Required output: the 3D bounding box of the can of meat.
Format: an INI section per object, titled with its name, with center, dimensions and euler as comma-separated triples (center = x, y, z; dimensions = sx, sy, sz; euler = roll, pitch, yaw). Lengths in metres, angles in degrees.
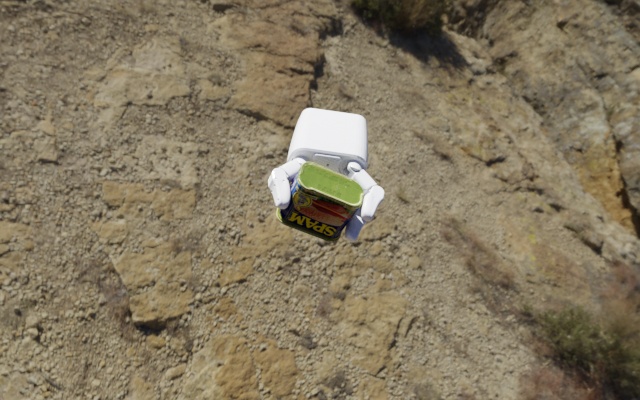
[can of meat]
center = 0.000, 0.002, 0.672
dimensions = 0.102, 0.057, 0.084
euler = 22, -45, -11
